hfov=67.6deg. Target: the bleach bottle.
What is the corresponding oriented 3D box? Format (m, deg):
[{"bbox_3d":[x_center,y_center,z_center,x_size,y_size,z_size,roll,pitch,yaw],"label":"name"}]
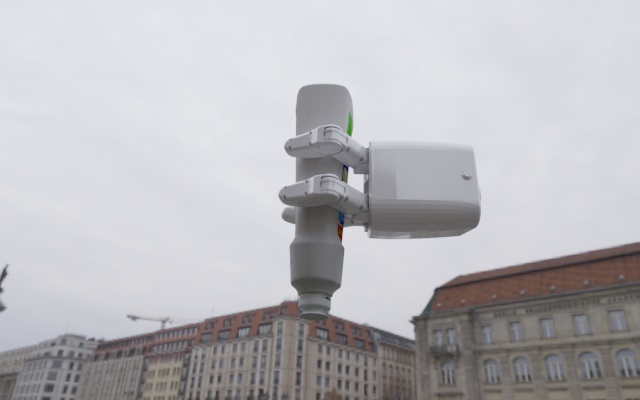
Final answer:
[{"bbox_3d":[0.000,0.002,0.511,0.068,0.250,0.103,1,-27,5],"label":"bleach bottle"}]
